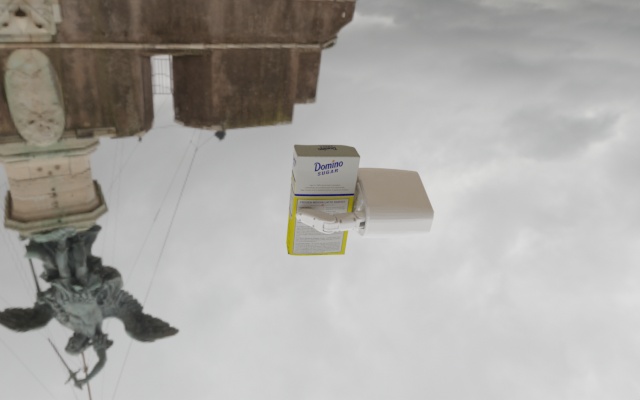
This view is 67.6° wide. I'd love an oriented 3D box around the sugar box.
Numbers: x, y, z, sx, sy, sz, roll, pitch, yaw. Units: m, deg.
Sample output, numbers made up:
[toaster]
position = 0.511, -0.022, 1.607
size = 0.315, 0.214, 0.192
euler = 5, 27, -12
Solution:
[sugar box]
position = 0.000, 0.002, 0.723
size = 0.093, 0.176, 0.048
euler = 0, 30, -13
